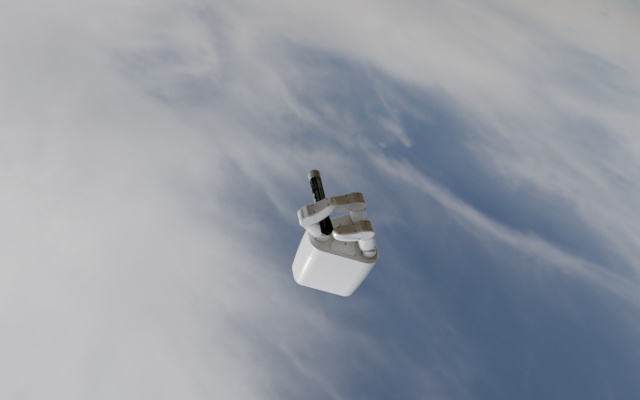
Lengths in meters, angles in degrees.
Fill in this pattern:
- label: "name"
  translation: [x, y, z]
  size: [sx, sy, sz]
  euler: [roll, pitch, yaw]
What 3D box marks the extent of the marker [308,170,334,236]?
- label: "marker"
  translation: [0.000, 0.002, 0.716]
  size: [0.020, 0.121, 0.020]
  euler: [-8, -40, -7]
